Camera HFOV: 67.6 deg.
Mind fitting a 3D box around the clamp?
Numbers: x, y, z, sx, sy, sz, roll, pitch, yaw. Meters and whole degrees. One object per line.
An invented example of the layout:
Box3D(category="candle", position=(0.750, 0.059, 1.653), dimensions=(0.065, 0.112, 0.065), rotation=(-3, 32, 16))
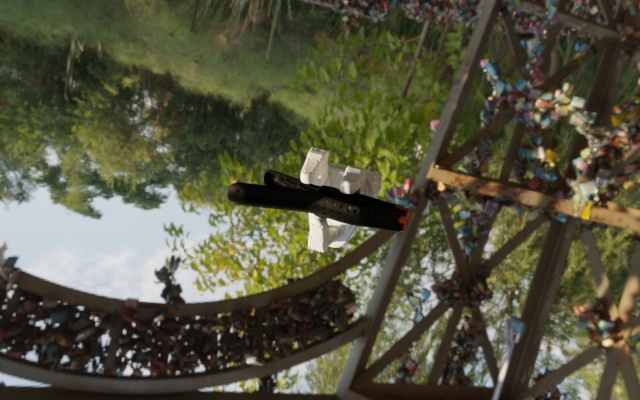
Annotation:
Box3D(category="clamp", position=(0.000, 0.003, 0.578), dimensions=(0.210, 0.036, 0.164), rotation=(15, 12, 13))
